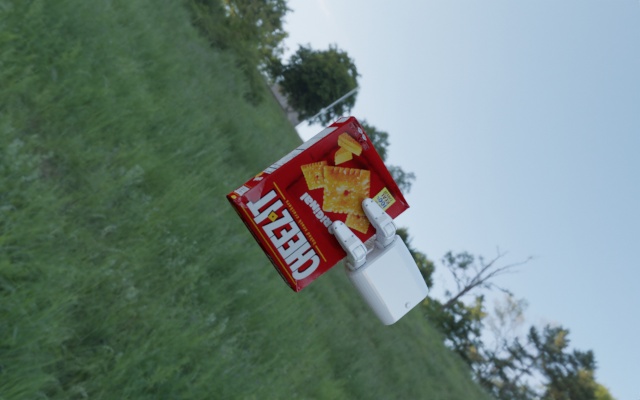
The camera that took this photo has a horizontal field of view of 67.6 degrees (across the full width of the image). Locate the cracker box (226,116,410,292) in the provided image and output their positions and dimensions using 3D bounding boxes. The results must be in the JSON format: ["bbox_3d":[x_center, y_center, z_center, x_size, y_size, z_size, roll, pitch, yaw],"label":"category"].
[{"bbox_3d":[0.000,0.002,0.695,0.213,0.164,0.072,-36,15,-12],"label":"cracker box"}]
